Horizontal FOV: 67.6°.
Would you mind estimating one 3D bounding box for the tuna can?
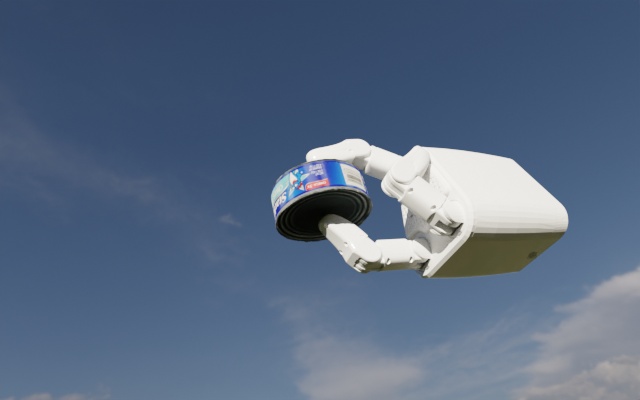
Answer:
[{"bbox_3d":[0.000,0.001,0.422,0.086,0.033,0.086,-11,-31,-7],"label":"tuna can"}]
